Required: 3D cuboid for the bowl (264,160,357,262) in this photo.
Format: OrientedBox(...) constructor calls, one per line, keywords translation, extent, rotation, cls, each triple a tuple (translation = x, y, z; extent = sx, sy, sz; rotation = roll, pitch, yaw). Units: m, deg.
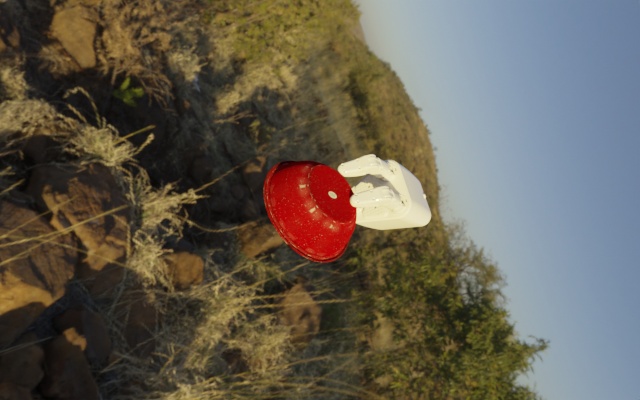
OrientedBox(translation=(0.000, 0.002, 0.672), extent=(0.162, 0.162, 0.055), rotation=(0, -26, -47), cls="bowl")
